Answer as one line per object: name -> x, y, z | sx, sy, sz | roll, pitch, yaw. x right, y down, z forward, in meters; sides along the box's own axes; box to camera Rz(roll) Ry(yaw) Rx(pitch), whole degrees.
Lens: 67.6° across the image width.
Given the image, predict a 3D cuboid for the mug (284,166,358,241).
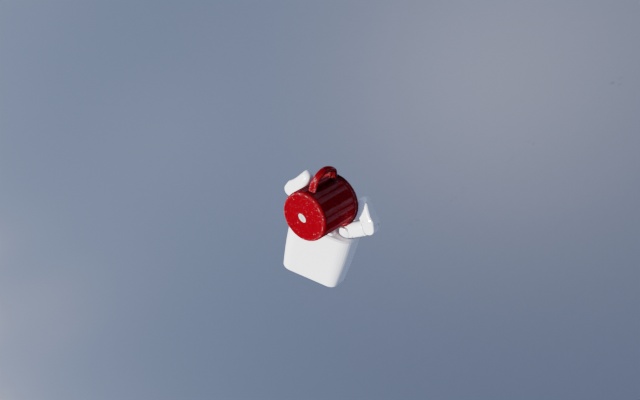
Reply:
mug -> 0.000, 0.001, 0.732 | 0.093, 0.117, 0.081 | 30, 37, 26
